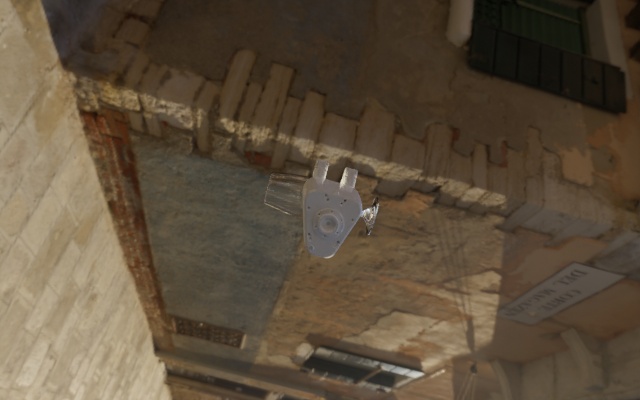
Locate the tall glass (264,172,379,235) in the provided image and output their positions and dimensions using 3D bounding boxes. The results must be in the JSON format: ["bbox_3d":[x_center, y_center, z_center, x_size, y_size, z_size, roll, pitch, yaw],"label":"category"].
[{"bbox_3d":[0.001,0.003,0.878,0.201,0.079,0.079,15,-1,-4],"label":"tall glass"}]
